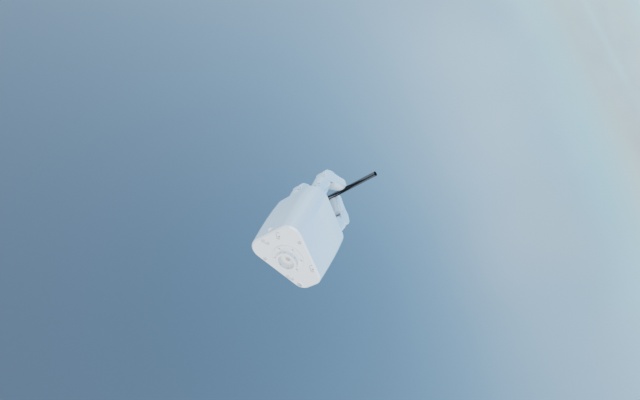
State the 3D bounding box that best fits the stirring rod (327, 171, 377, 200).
[{"bbox_3d":[0.000,0.003,0.834,0.239,0.011,0.011,-28,-16,34],"label":"stirring rod"}]
